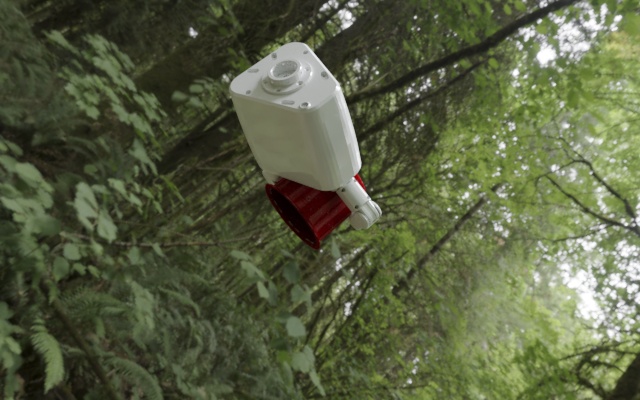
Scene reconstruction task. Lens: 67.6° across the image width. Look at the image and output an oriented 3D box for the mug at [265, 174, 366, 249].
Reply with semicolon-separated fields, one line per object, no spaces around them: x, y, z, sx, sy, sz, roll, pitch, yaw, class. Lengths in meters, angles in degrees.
0.001;0.003;0.554;0.093;0.081;0.117;38;-20;36;mug
